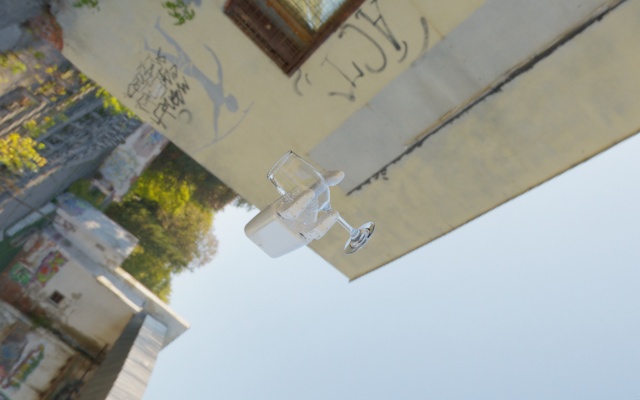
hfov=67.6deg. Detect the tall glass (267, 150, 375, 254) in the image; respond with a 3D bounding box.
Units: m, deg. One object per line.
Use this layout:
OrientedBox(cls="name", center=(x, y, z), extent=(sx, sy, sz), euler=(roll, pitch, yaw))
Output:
OrientedBox(cls="tall glass", center=(0.001, 0.003, 0.834), extent=(0.201, 0.079, 0.079), euler=(43, -14, -15))
